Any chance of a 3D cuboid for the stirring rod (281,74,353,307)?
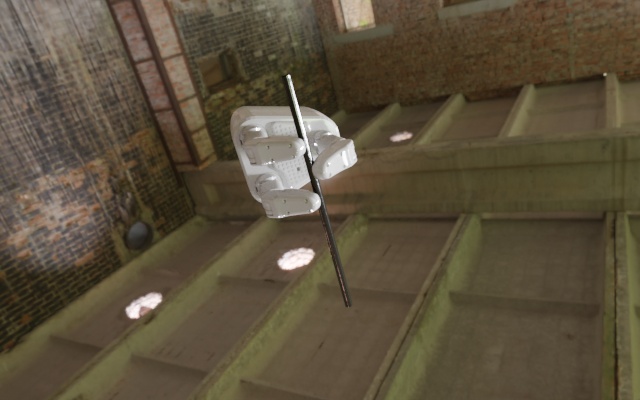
[{"bbox_3d":[0.000,0.001,0.450,0.011,0.240,0.011,-13,23,6],"label":"stirring rod"}]
